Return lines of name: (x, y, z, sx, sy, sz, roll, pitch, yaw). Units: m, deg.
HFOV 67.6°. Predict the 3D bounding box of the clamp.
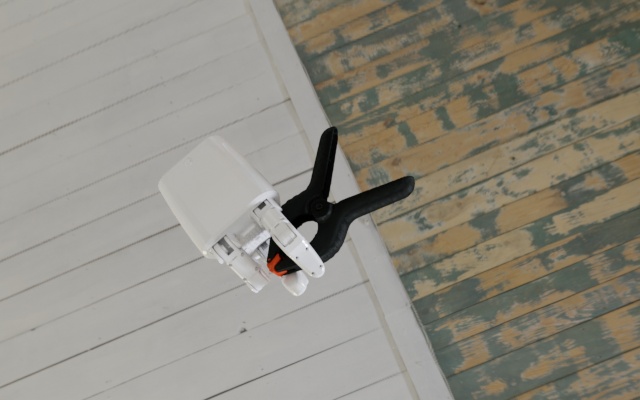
clamp: (0.000, 0.002, 0.503, 0.120, 0.171, 0.039, 46, -6, 32)
